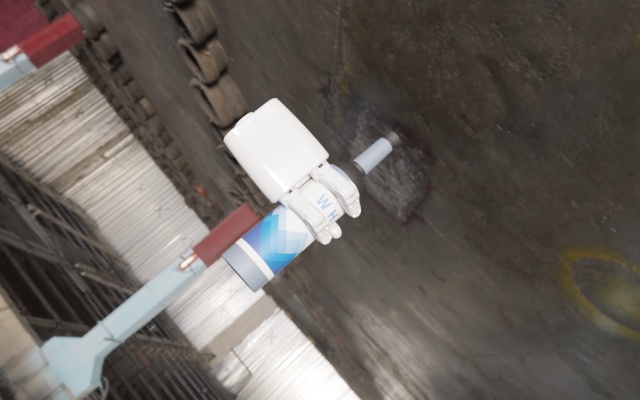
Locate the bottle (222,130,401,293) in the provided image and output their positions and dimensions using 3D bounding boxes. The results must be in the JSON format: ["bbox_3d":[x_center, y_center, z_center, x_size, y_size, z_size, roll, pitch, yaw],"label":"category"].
[{"bbox_3d":[0.000,0.002,0.656,0.295,0.069,0.069,-41,12,-15],"label":"bottle"}]
